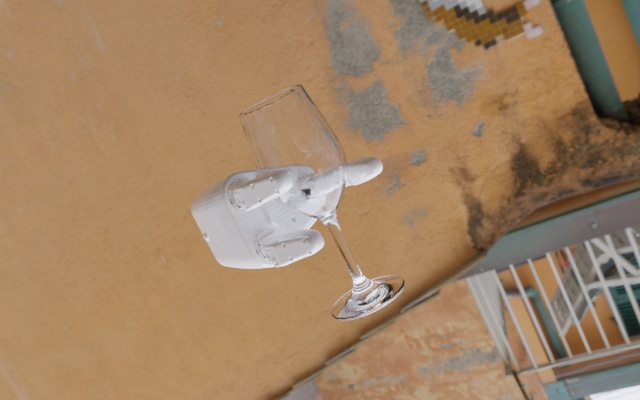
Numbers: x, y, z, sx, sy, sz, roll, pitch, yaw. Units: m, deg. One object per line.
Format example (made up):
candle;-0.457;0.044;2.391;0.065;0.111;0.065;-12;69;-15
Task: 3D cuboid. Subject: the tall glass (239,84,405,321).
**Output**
tall glass;0.000;0.002;0.429;0.079;0.201;0.079;-26;8;4
